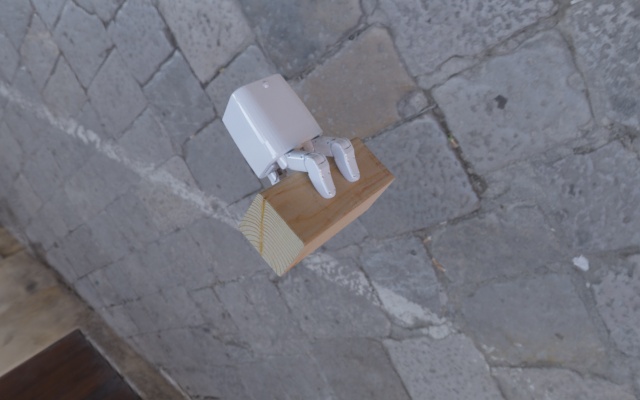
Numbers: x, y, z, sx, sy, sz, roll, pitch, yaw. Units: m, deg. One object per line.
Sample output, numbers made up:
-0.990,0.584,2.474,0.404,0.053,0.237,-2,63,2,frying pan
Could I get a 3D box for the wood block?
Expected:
0.000,0.002,0.669,0.206,0.090,0.091,-34,-12,-41,wood block
